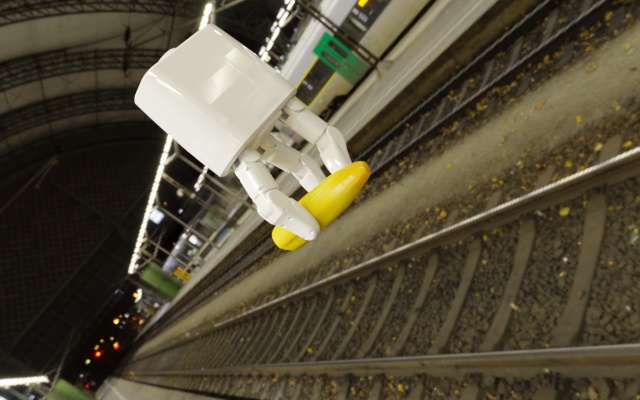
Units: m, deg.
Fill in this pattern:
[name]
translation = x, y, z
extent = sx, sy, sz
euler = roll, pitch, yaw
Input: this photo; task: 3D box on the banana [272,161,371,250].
[banana]
translation = -0.012, 0.015, 0.490
extent = 0.037, 0.069, 0.198
euler = 42, -26, -3
